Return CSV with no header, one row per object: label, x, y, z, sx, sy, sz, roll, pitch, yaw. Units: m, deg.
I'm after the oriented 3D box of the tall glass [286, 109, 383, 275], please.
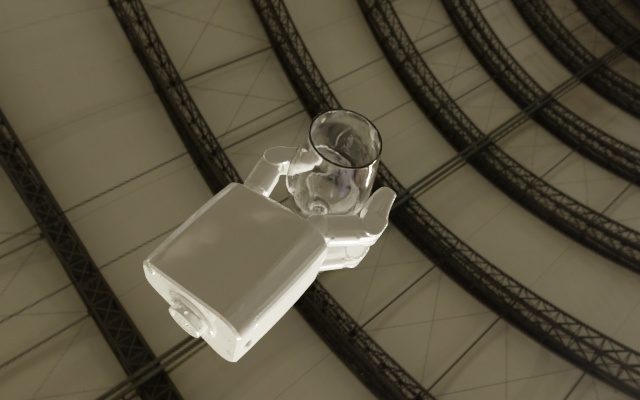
tall glass,0.000,0.002,0.465,0.079,0.079,0.201,0,-32,-14
